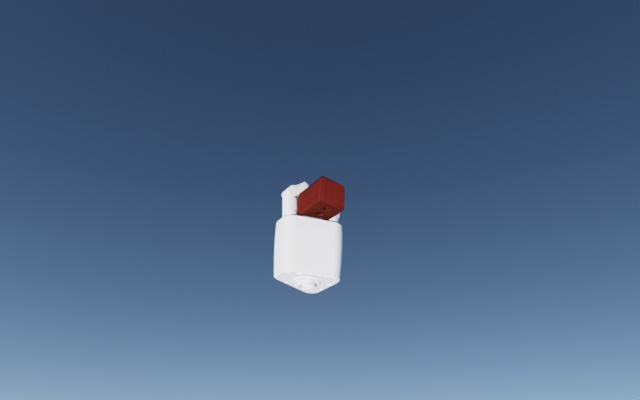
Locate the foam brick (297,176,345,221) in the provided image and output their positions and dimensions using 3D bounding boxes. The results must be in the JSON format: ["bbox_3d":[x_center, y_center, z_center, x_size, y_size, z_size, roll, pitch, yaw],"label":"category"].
[{"bbox_3d":[0.000,0.003,0.849,0.053,0.051,0.078,22,-37,-28],"label":"foam brick"}]
